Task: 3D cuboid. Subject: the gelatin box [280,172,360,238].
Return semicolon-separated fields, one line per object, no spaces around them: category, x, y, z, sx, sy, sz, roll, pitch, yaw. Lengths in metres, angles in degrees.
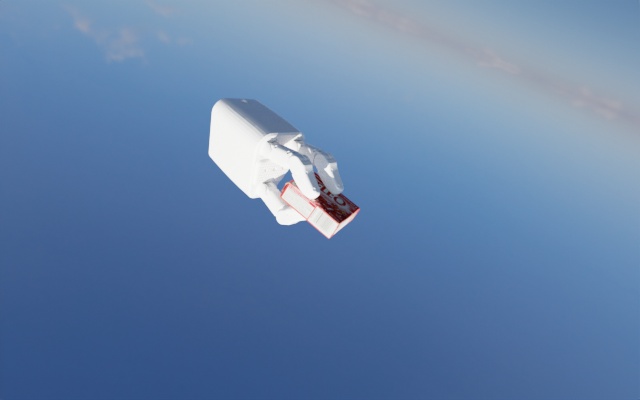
gelatin box;0.000;0.003;0.641;0.089;0.030;0.073;40;28;11
